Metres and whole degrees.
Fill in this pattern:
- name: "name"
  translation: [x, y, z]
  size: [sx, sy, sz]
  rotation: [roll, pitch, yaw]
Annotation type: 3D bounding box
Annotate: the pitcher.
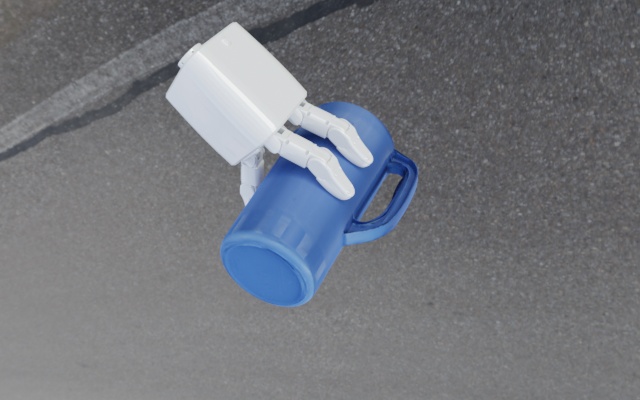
- name: "pitcher"
  translation: [0.000, 0.002, 0.552]
  size: [0.149, 0.145, 0.242]
  rotation: [-28, 22, 44]
